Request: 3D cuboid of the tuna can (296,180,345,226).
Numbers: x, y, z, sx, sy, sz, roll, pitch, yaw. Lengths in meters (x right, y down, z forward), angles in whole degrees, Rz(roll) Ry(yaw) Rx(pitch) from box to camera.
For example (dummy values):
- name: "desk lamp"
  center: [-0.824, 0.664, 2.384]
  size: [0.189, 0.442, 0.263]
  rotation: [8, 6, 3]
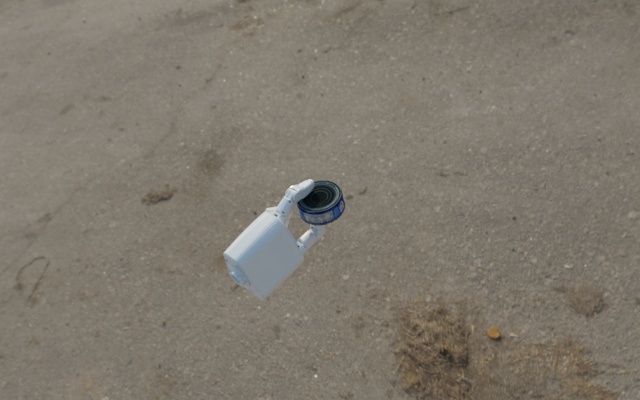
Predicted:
- name: "tuna can"
  center: [0.000, 0.002, 0.864]
  size: [0.086, 0.034, 0.086]
  rotation: [-8, 43, 8]
